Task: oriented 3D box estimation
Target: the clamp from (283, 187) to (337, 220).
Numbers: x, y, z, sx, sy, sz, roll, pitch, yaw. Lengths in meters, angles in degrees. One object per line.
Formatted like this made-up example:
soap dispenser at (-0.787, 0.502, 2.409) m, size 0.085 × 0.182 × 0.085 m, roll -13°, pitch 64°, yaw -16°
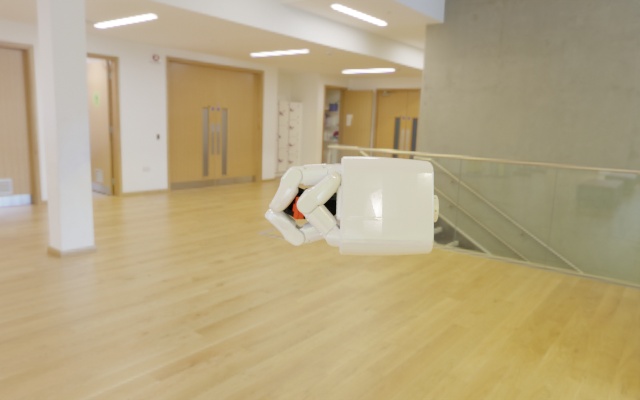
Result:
clamp at (0.000, 0.002, 0.652) m, size 0.120 × 0.039 × 0.171 m, roll 0°, pitch 9°, yaw 2°
